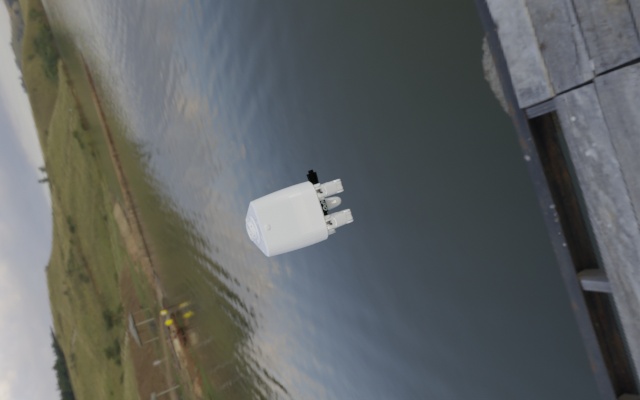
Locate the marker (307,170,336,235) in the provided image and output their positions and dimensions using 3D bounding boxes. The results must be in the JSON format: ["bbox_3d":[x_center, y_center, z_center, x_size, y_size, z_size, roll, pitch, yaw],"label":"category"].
[{"bbox_3d":[0.000,0.003,0.863,0.020,0.121,0.020,-18,1,0],"label":"marker"}]
